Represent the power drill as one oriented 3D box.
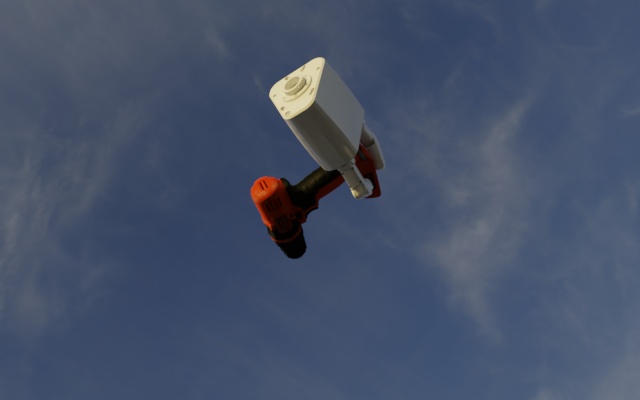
[{"bbox_3d":[0.000,0.002,0.741,0.187,0.057,0.185,-30,-38,-7],"label":"power drill"}]
